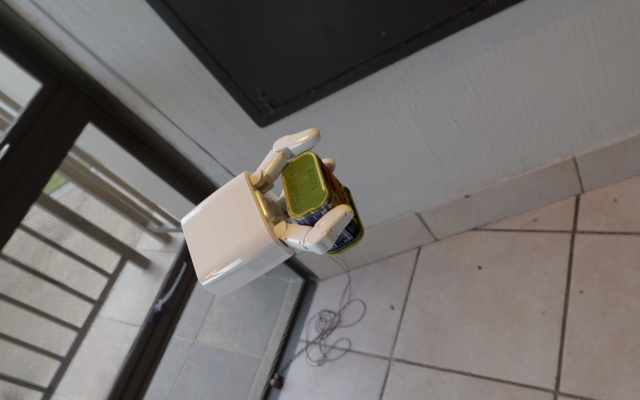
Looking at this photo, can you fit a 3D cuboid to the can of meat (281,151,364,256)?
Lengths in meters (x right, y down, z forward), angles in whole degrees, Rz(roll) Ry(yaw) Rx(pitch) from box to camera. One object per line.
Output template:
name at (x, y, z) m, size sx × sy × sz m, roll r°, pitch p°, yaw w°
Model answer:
can of meat at (0.000, 0.002, 0.568) m, size 0.057 × 0.102 × 0.084 m, roll -31°, pitch -47°, yaw 14°
